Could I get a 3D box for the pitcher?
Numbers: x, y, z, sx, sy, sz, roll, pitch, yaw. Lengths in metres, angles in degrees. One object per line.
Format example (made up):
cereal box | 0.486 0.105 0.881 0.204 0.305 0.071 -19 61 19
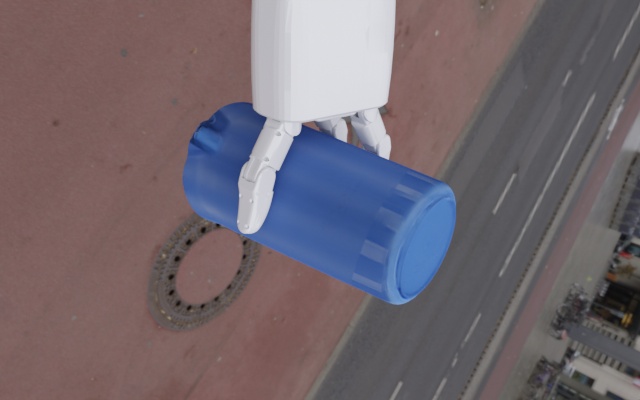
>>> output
pitcher | 0.000 0.001 0.458 0.242 0.145 0.149 24 35 33
